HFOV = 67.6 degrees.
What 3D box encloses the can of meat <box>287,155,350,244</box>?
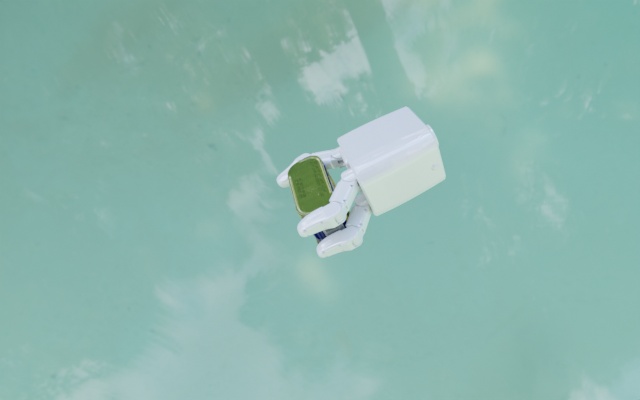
[{"bbox_3d":[0.000,0.002,0.638,0.057,0.102,0.084,-24,-41,7],"label":"can of meat"}]
